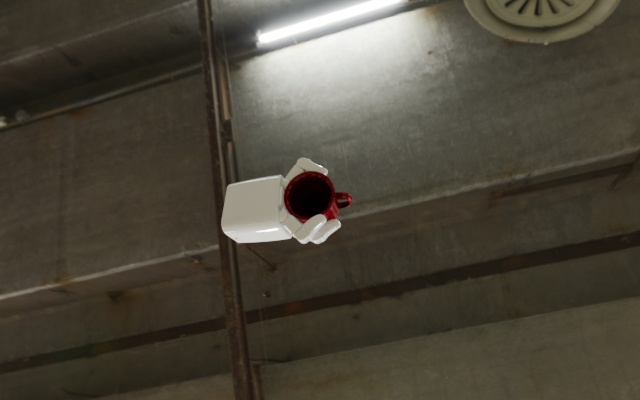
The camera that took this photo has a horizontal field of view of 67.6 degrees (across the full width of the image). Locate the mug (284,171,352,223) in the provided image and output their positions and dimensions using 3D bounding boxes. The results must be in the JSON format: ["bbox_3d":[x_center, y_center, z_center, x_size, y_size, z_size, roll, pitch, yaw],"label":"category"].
[{"bbox_3d":[0.002,0.003,0.873,0.117,0.093,0.081,-7,-21,11],"label":"mug"}]
